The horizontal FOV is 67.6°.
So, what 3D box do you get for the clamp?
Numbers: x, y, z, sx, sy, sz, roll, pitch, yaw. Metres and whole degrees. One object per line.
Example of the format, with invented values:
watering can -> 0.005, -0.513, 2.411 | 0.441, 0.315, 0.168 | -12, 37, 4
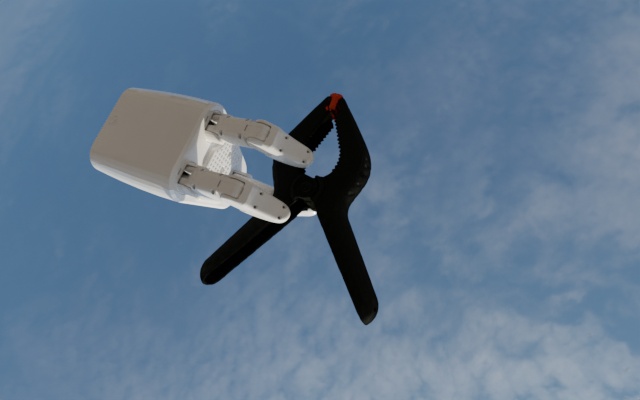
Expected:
clamp -> 0.000, 0.001, 0.430 | 0.164, 0.210, 0.036 | 16, -17, 22
